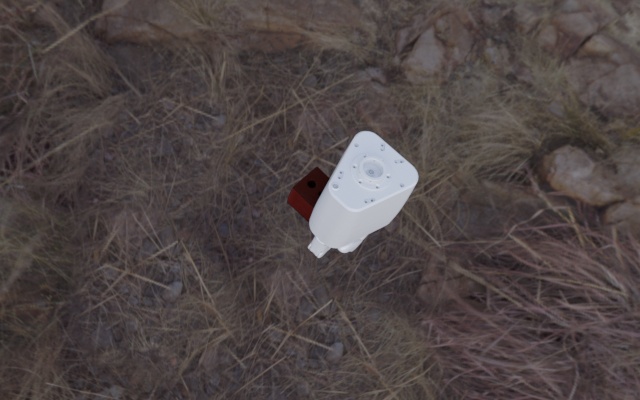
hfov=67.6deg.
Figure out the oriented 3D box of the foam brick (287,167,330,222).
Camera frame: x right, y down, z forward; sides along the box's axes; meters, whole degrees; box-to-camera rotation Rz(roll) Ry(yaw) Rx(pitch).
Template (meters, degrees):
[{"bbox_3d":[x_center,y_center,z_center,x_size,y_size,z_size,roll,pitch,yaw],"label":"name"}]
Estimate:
[{"bbox_3d":[0.000,0.002,0.675,0.053,0.078,0.051,-43,-11,-25],"label":"foam brick"}]
